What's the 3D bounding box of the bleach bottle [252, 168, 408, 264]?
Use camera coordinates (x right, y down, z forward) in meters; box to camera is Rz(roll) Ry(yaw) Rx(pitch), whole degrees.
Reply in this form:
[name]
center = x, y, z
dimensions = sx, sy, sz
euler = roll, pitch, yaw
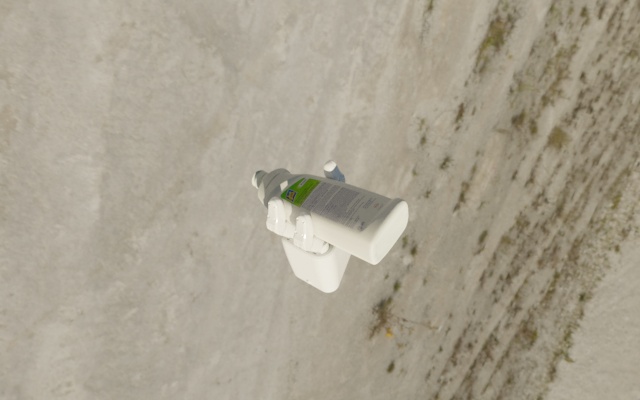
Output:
[bleach bottle]
center = 0.000, 0.002, 0.730
dimensions = 0.250, 0.068, 0.102
euler = 25, 57, 30
